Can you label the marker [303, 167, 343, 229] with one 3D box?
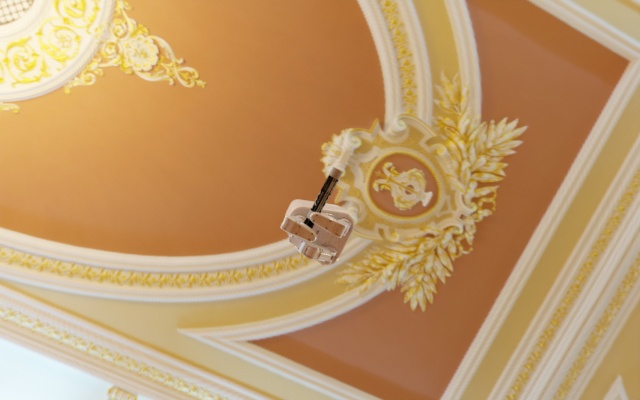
[{"bbox_3d":[0.000,0.003,0.772,0.020,0.121,0.020,28,6,-3],"label":"marker"}]
